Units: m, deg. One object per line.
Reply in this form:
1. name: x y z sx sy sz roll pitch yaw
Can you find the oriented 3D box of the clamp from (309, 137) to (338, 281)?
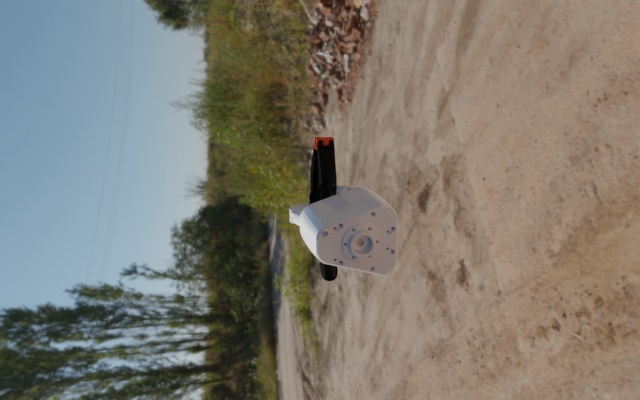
1. clamp: -0.001 0.002 0.761 0.036 0.210 0.164 -2 13 -12
